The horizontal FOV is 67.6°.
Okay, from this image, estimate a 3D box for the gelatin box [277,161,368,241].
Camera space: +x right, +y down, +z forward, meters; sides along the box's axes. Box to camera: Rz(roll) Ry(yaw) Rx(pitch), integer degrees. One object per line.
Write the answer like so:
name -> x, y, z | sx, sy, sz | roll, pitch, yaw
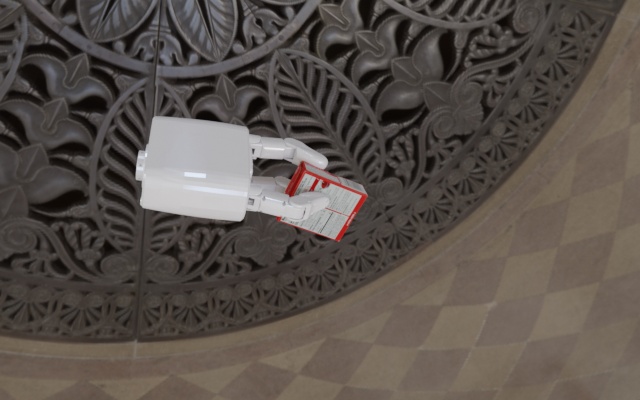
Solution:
gelatin box -> 0.000, 0.002, 0.576 | 0.089, 0.073, 0.030 | 21, 24, -21
